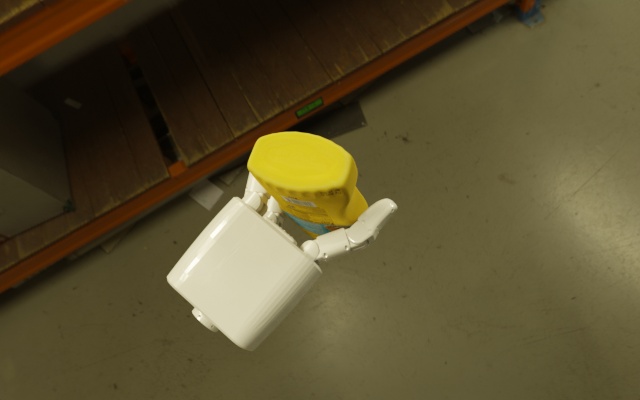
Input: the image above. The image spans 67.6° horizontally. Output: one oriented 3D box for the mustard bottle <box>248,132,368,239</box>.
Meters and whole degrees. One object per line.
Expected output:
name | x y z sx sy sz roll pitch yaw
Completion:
mustard bottle | 0.000 0.001 0.498 0.096 0.058 0.192 11 -20 18
